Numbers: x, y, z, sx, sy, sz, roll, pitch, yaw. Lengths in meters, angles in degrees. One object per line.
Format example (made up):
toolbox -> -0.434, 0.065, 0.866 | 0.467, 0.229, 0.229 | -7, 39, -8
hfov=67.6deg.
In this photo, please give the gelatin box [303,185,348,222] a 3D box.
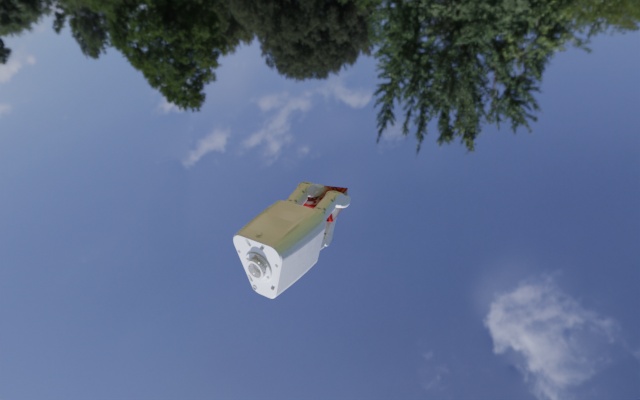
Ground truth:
gelatin box -> 0.000, 0.003, 0.827 | 0.073, 0.030, 0.089 | 7, 27, 21
